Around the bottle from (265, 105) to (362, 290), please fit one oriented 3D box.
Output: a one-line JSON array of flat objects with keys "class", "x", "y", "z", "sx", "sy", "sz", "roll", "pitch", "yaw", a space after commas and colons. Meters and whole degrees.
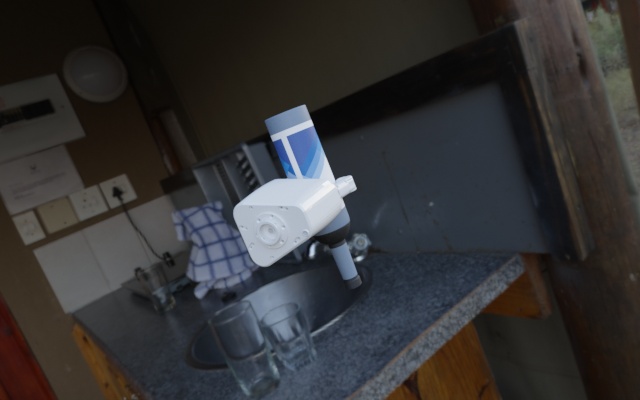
[{"class": "bottle", "x": 0.000, "y": 0.002, "z": 0.745, "sx": 0.069, "sy": 0.296, "sz": 0.069, "roll": -21, "pitch": 9, "yaw": 4}]
